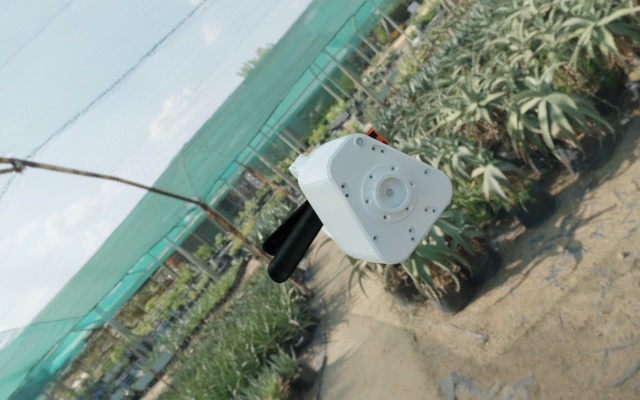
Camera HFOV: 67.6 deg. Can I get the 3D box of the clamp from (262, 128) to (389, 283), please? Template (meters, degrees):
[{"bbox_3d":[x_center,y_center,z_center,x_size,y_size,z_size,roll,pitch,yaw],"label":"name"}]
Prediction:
[{"bbox_3d":[0.000,0.001,0.573,0.036,0.210,0.164,41,-9,-11],"label":"clamp"}]
